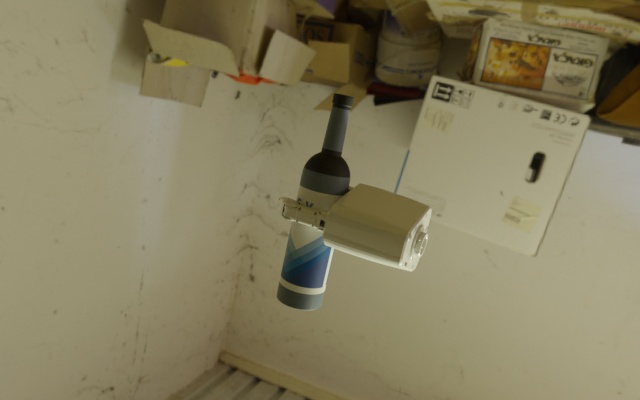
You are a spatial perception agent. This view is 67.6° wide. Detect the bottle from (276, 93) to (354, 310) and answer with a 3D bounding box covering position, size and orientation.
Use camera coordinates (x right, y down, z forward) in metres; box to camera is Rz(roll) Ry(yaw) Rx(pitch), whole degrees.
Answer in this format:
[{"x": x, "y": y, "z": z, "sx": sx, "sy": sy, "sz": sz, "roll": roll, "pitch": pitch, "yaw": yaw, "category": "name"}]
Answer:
[{"x": 0.000, "y": 0.002, "z": 0.658, "sx": 0.069, "sy": 0.296, "sz": 0.069, "roll": 12, "pitch": 11, "yaw": -2, "category": "bottle"}]
